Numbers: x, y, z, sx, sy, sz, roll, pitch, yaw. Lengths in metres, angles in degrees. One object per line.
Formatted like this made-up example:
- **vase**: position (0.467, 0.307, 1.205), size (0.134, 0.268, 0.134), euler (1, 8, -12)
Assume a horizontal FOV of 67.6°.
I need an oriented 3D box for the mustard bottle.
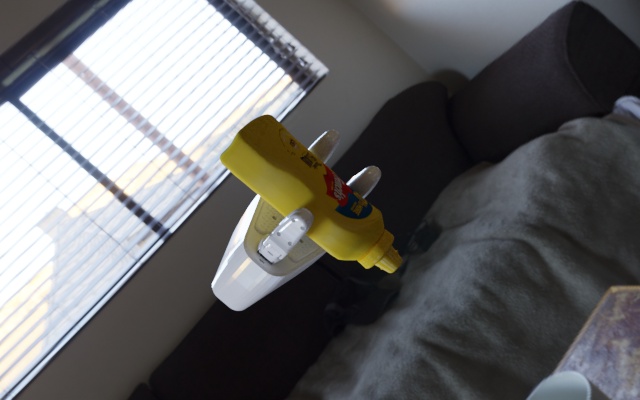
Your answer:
- **mustard bottle**: position (0.000, 0.001, 0.453), size (0.191, 0.058, 0.096), euler (41, 19, -3)
